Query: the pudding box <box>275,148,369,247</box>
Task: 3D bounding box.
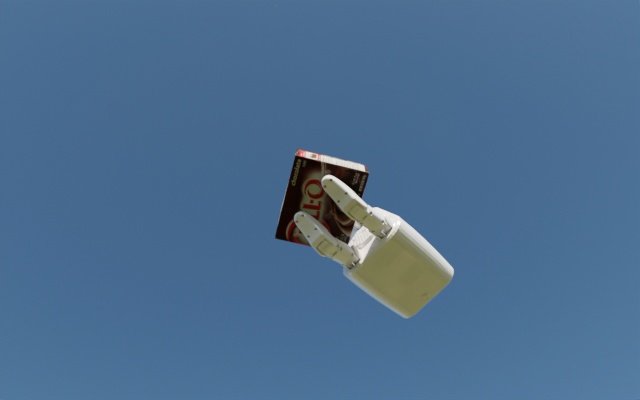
[{"bbox_3d":[0.000,0.002,0.581,0.090,0.113,0.039,13,19,-6],"label":"pudding box"}]
